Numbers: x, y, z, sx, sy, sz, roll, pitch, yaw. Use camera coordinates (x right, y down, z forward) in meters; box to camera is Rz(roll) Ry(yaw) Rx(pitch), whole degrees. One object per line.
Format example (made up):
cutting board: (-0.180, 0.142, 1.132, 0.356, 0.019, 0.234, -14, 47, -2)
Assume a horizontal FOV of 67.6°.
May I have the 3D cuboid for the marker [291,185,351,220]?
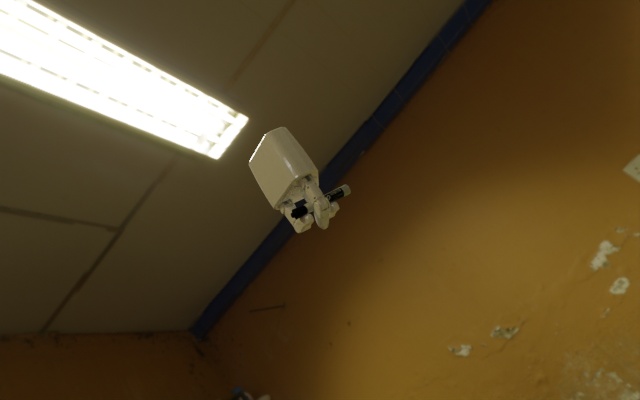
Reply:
marker: (0.000, 0.003, 0.834, 0.121, 0.020, 0.020, -25, 12, -26)
